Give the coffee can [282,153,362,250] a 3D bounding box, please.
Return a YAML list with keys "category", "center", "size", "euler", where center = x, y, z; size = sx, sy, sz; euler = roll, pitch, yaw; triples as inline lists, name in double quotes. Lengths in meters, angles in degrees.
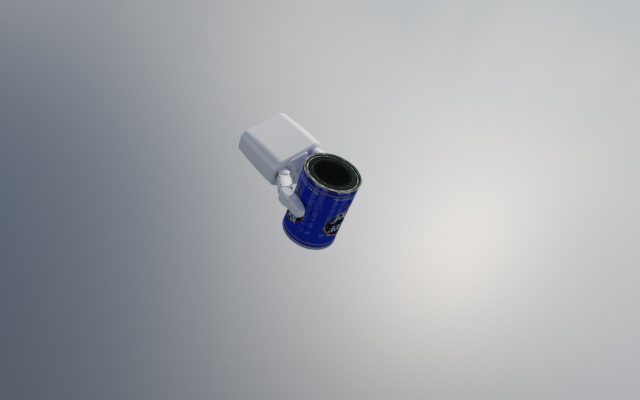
- category: "coffee can"
  center: [0.000, 0.003, 0.833]
  size: [0.103, 0.140, 0.102]
  euler: [14, 40, -12]
